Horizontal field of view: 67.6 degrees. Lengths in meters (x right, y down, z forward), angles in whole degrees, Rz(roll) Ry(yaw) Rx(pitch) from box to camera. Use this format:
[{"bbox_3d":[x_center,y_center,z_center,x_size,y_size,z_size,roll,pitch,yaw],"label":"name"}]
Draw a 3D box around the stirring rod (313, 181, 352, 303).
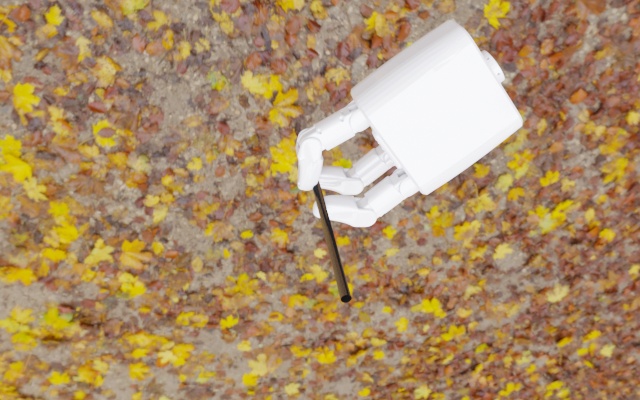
[{"bbox_3d":[0.000,0.001,0.436,0.011,0.011,0.239,0,35,-11],"label":"stirring rod"}]
